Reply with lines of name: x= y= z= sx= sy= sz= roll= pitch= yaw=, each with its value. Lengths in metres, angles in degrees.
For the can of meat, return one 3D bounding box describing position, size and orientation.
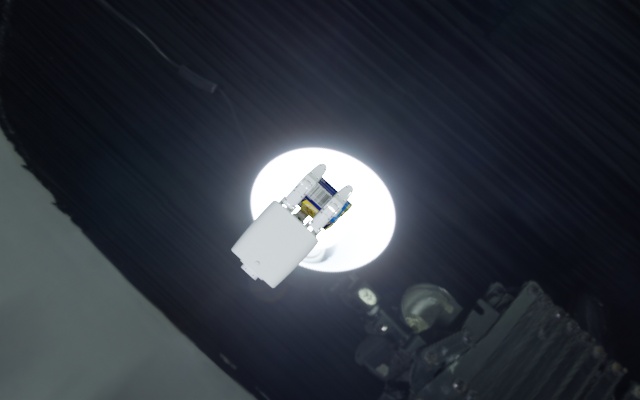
can of meat: x=0.000 y=0.003 z=0.812 sx=0.084 sy=0.057 sz=0.102 roll=43 pitch=-14 yaw=-1
